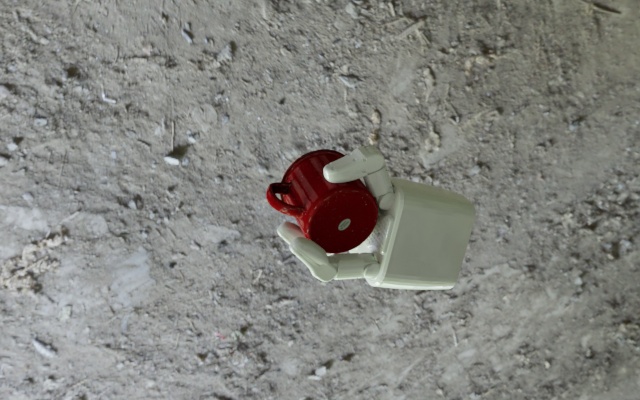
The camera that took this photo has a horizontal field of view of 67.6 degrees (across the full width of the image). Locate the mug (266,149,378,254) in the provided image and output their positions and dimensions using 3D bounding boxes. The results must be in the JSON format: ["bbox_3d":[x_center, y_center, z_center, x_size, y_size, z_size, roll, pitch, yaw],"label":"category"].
[{"bbox_3d":[-0.001,0.002,0.509,0.117,0.093,0.081,8,26,-25],"label":"mug"}]
